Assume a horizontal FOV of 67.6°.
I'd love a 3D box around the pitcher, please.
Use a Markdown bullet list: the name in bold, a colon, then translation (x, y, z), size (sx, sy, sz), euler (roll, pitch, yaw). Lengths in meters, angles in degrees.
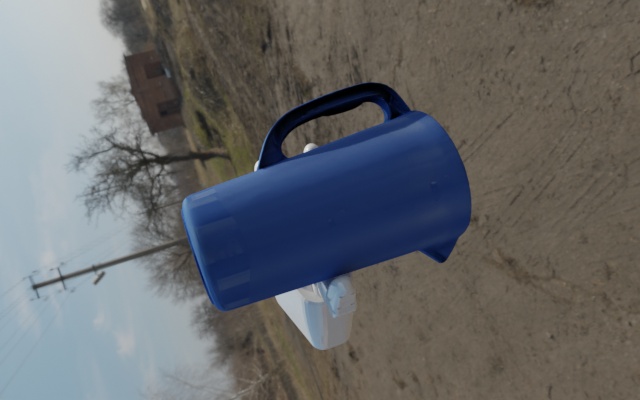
- **pitcher**: translation (0.000, 0.002, 0.447), size (0.243, 0.145, 0.149), euler (-18, 47, -13)
